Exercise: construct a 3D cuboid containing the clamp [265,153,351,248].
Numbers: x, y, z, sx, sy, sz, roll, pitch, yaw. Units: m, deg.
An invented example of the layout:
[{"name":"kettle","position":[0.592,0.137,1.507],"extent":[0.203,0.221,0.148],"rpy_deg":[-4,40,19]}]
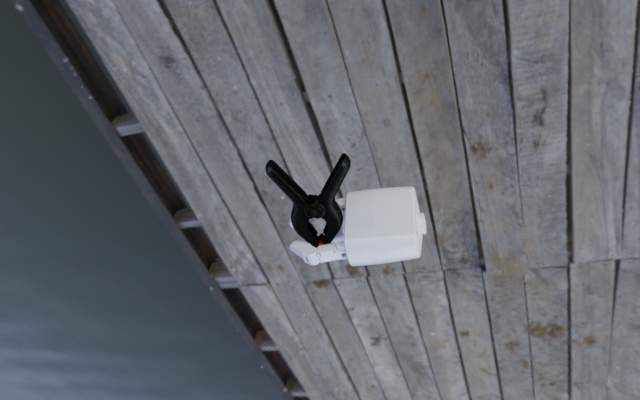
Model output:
[{"name":"clamp","position":[0.000,0.003,0.709],"extent":[0.120,0.172,0.039],"rpy_deg":[-8,37,17]}]
